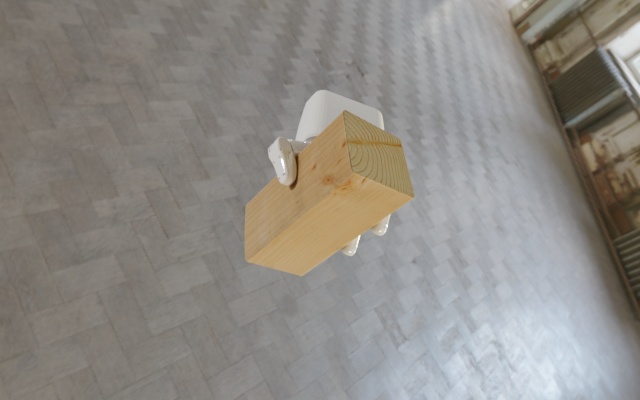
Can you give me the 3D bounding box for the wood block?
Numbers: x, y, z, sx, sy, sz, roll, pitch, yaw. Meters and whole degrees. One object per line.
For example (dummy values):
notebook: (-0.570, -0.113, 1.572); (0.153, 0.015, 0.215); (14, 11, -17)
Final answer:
wood block: (0.000, 0.001, 0.573); (0.091, 0.090, 0.206); (21, -44, -32)
